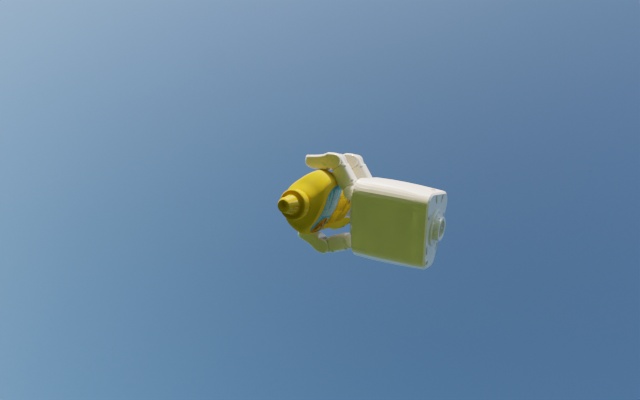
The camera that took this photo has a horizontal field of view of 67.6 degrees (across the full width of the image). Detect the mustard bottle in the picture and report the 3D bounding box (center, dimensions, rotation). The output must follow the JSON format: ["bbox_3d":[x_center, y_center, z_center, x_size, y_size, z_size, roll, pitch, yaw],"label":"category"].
[{"bbox_3d":[0.000,0.002,0.689,0.058,0.096,0.191,37,20,22],"label":"mustard bottle"}]
